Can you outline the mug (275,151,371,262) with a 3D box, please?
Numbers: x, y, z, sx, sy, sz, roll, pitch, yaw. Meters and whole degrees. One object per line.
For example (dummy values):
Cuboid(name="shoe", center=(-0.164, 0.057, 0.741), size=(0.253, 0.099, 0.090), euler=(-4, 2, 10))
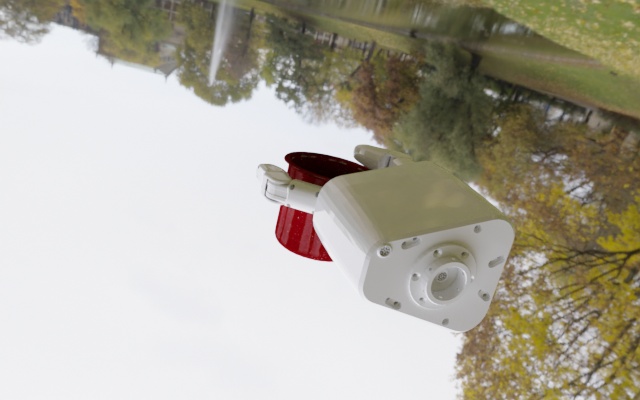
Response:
Cuboid(name="mug", center=(0.000, 0.001, 0.468), size=(0.093, 0.081, 0.117), euler=(8, 19, -18))
